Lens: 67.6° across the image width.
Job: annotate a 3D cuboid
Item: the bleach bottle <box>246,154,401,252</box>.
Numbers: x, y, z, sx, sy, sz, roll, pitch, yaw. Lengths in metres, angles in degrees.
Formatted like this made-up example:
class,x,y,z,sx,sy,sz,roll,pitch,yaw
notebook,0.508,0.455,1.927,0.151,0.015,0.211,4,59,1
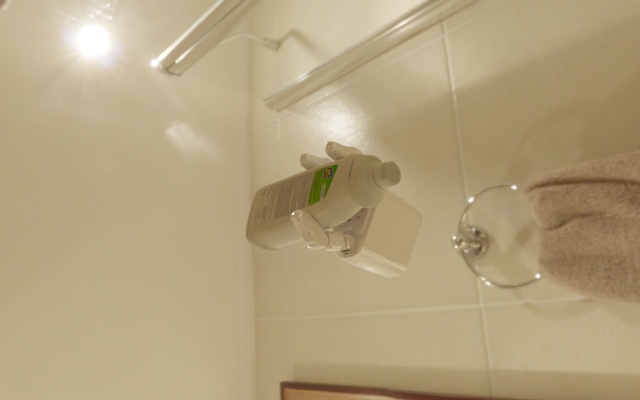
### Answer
class,x,y,z,sx,sy,sz,roll,pitch,yaw
bleach bottle,0.000,0.002,0.645,0.068,0.102,0.251,27,-30,-35
